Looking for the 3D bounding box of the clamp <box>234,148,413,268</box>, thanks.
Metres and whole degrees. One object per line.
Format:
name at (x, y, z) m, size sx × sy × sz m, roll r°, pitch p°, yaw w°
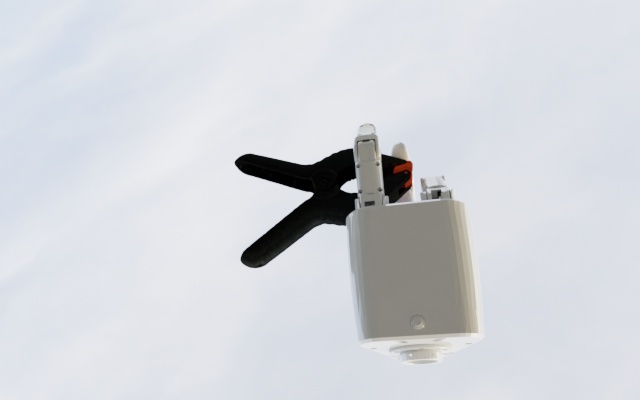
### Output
clamp at (0.000, 0.002, 0.435) m, size 0.171 × 0.120 × 0.039 m, roll -6°, pitch -26°, yaw 10°
